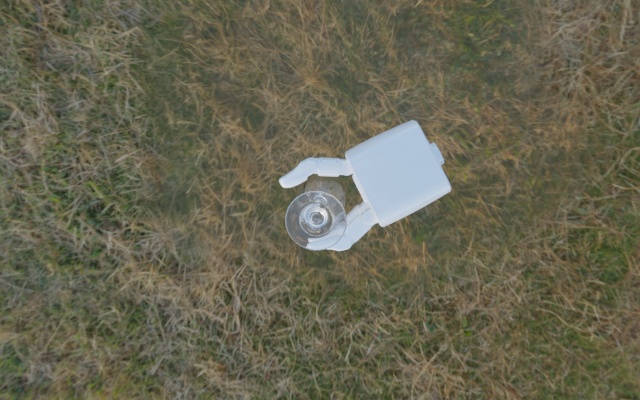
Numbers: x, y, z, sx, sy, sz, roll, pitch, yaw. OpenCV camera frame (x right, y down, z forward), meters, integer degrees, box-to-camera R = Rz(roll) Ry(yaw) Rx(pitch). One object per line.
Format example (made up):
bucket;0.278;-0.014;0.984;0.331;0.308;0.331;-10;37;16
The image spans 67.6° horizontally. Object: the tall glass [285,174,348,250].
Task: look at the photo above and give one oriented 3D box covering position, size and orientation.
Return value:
tall glass;0.000;0.002;0.669;0.079;0.079;0.201;0;13;3
